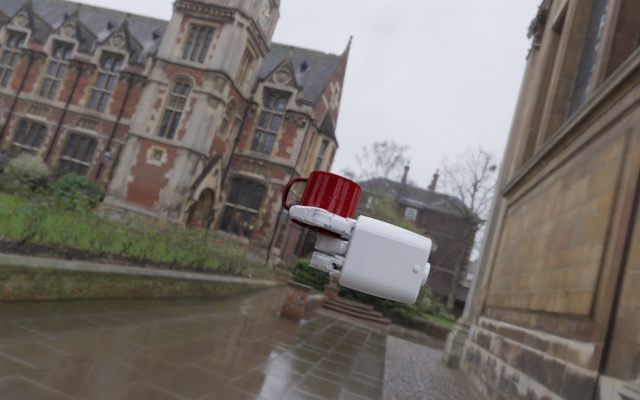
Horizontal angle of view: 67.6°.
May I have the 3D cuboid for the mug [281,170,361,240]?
[{"bbox_3d":[-0.001,0.002,0.713,0.117,0.081,0.093,18,-8,6],"label":"mug"}]
